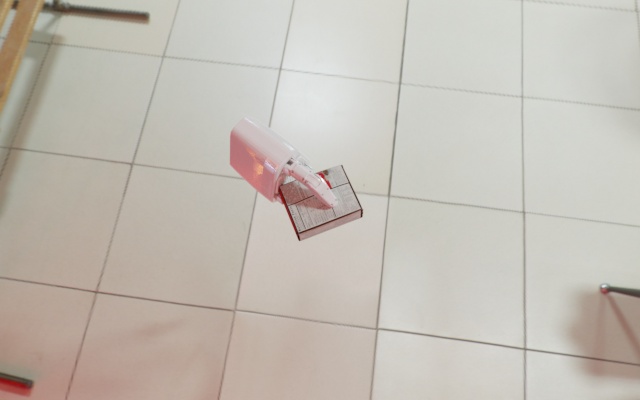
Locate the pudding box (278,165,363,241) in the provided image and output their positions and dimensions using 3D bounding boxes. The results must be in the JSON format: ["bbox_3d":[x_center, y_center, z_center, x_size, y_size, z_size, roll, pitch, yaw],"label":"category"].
[{"bbox_3d":[0.000,0.002,0.762,0.113,0.090,0.039,-21,-21,-5],"label":"pudding box"}]
